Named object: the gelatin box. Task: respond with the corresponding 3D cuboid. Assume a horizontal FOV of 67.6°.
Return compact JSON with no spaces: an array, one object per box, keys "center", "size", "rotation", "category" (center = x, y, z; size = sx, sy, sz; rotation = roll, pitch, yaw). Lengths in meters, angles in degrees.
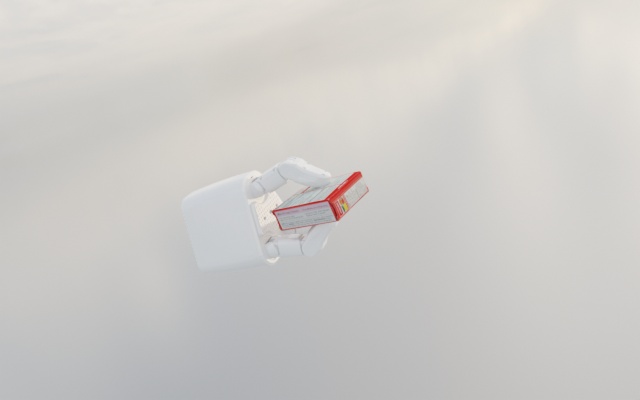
[{"center":[0.000,0.001,0.546],"size":[0.089,0.030,0.073],"rotation":[-13,19,40],"category":"gelatin box"}]
